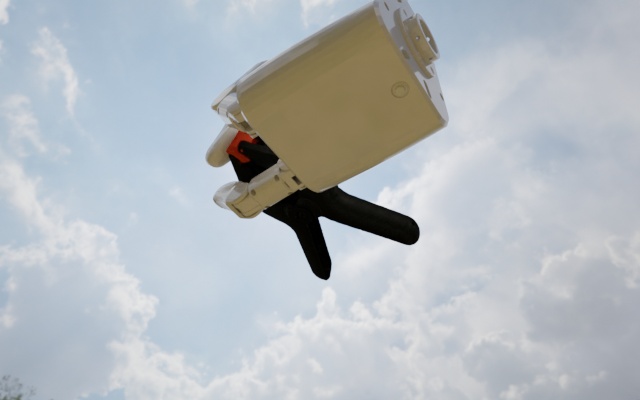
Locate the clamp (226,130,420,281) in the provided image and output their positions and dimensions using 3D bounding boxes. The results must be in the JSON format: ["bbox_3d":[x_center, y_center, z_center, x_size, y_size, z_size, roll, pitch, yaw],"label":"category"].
[{"bbox_3d":[0.000,0.001,0.402,0.120,0.039,0.171,-24,-56,28],"label":"clamp"}]
